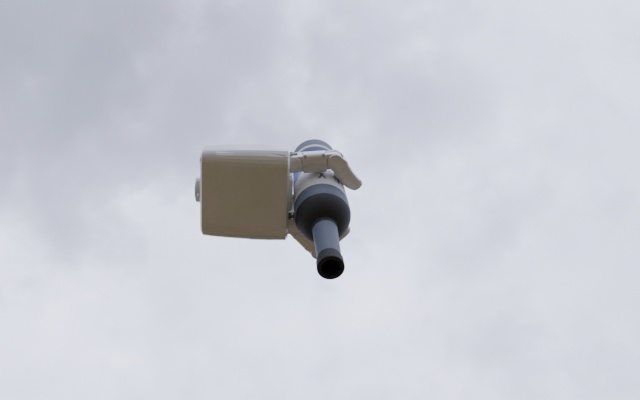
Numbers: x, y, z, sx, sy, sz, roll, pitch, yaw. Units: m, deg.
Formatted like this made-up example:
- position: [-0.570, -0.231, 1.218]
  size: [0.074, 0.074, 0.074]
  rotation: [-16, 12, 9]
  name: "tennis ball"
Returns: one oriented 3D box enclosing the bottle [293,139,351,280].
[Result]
- position: [0.000, 0.002, 0.593]
  size: [0.069, 0.069, 0.295]
  rotation: [0, 26, -4]
  name: "bottle"
